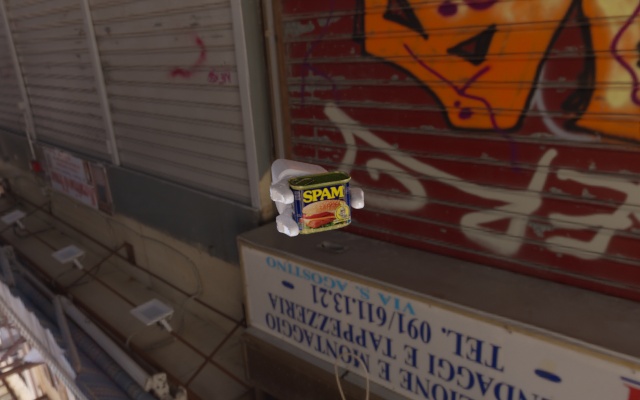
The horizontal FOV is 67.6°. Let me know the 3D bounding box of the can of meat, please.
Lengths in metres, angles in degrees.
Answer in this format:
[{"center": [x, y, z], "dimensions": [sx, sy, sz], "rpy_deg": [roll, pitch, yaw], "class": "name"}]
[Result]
[{"center": [0.000, 0.003, 0.798], "dimensions": [0.102, 0.084, 0.057], "rpy_deg": [-9, 20, -14], "class": "can of meat"}]
